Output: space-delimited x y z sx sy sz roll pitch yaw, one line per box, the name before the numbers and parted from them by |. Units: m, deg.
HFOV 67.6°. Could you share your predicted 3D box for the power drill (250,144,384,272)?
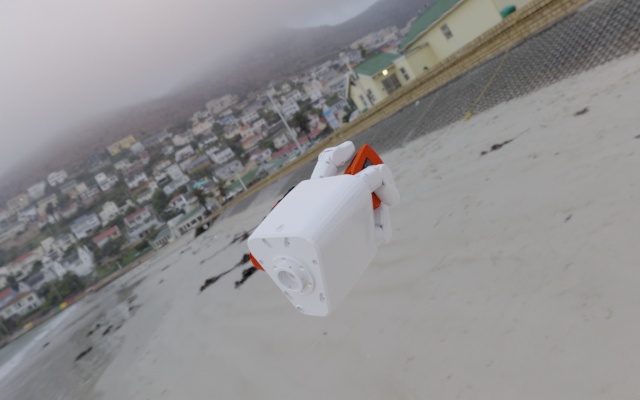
power drill | 0.000 0.002 0.643 0.188 0.057 0.184 -33 18 29
